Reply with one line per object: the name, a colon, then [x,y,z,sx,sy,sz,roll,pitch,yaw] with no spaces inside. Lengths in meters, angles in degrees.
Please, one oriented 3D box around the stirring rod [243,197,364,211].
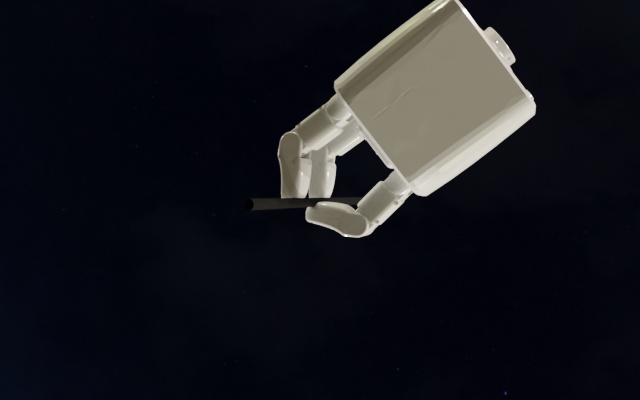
stirring rod: [0.000,0.001,0.425,0.011,0.011,0.239,0,1,23]
